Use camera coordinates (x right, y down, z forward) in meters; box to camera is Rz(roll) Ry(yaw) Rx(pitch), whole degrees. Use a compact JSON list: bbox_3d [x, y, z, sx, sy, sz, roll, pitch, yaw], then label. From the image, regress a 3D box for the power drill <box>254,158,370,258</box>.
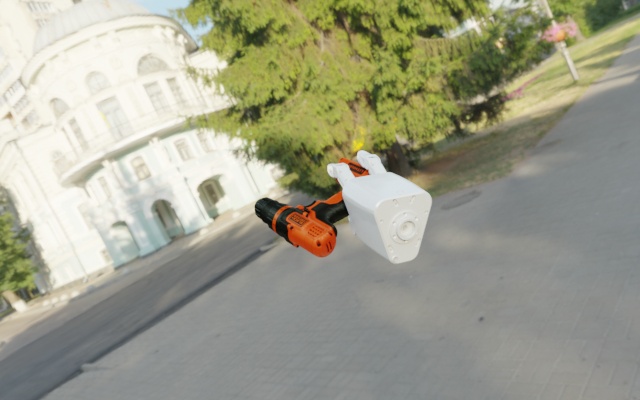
[{"bbox_3d":[0.001,0.002,0.817,0.187,0.057,0.184,-39,46,-24],"label":"power drill"}]
